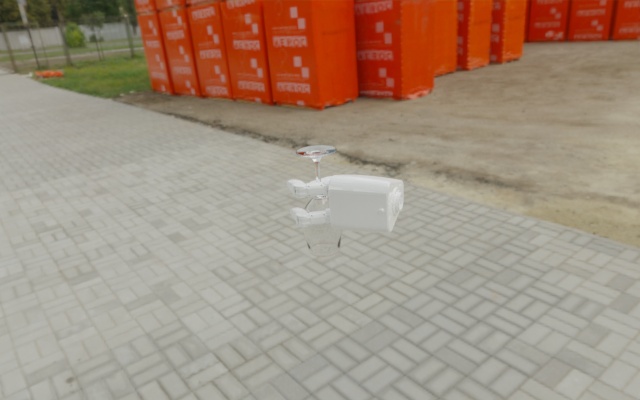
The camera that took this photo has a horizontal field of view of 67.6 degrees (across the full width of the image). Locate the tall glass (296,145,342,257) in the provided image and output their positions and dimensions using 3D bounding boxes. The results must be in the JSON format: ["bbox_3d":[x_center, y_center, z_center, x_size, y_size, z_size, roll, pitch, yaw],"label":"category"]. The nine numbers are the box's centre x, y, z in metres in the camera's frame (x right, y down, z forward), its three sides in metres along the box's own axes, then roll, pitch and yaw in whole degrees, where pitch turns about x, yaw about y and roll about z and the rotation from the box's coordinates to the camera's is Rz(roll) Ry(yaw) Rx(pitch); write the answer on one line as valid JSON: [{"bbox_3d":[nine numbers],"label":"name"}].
[{"bbox_3d":[0.000,0.002,0.895,0.079,0.201,0.079,-4,21,2],"label":"tall glass"}]
